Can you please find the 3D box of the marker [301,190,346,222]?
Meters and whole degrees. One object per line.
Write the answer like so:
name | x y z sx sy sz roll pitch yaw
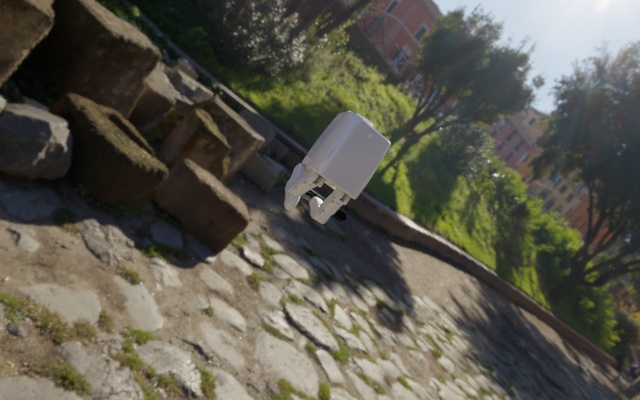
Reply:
marker | 0.000 0.003 0.821 0.121 0.020 0.020 34 -18 -29
